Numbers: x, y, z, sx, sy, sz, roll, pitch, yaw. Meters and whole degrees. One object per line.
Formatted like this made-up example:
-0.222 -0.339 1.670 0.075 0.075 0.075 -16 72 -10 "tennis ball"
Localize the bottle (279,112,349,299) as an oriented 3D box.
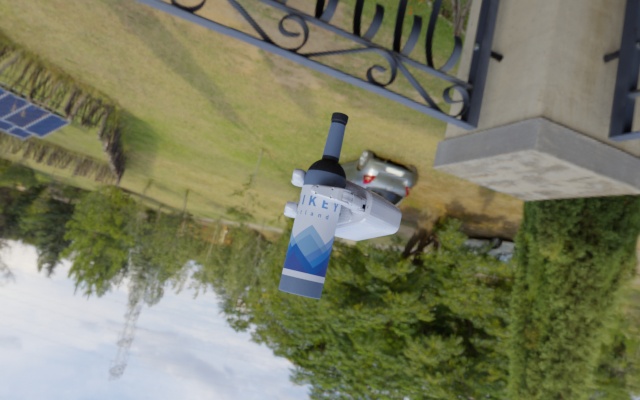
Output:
0.000 0.003 0.757 0.069 0.295 0.069 13 -9 2 "bottle"
